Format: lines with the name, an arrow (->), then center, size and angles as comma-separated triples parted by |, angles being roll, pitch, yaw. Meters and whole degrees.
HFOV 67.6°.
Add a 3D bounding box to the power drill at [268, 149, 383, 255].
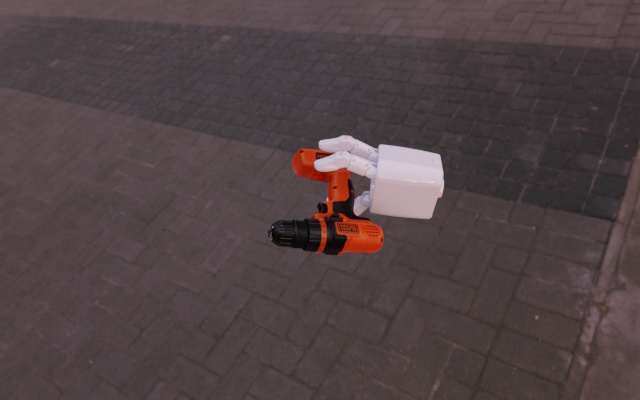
power drill -> 0.000, 0.002, 0.779 | 0.184, 0.187, 0.057 | 6, -38, -21
